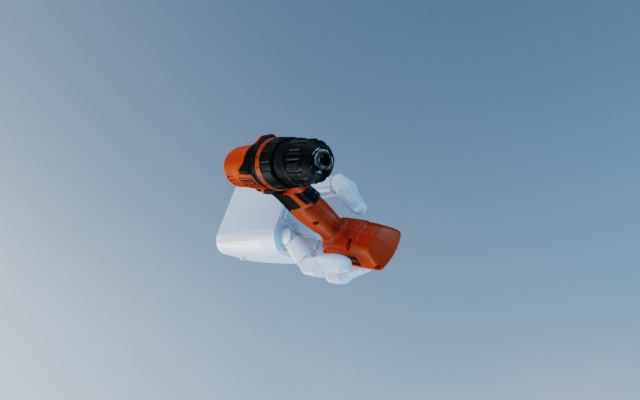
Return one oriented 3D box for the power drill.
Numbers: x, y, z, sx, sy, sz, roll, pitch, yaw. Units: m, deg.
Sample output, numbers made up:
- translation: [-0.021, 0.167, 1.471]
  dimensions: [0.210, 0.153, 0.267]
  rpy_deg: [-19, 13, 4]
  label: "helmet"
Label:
- translation: [0.000, 0.002, 0.508]
  dimensions: [0.188, 0.057, 0.184]
  rpy_deg: [42, -18, -27]
  label: "power drill"
